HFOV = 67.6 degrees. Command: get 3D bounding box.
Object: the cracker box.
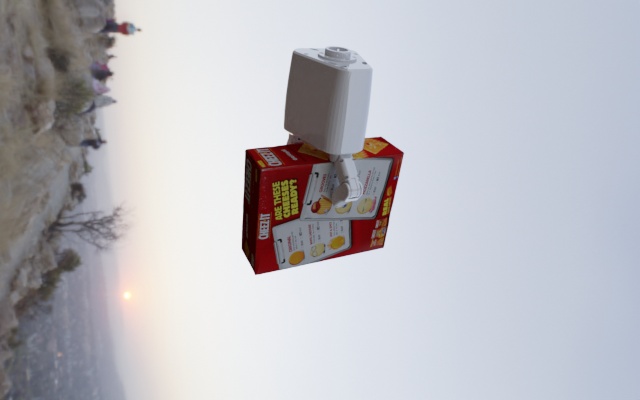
[{"bbox_3d":[0.000,0.002,0.674,0.213,0.164,0.072,-8,33,-26],"label":"cracker box"}]
